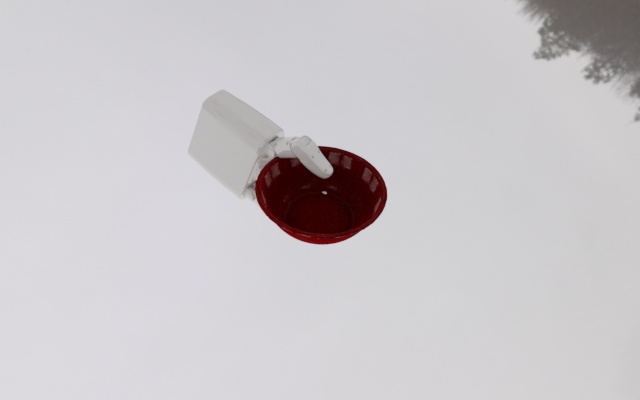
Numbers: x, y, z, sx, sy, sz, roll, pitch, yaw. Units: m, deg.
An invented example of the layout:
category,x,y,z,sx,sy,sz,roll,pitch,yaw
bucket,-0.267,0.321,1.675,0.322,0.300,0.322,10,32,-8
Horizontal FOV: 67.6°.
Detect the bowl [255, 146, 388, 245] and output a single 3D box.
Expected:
category,x,y,z,sx,sy,sz,roll,pitch,yaw
bowl,0.001,0.003,0.599,0.162,0.055,0.162,2,45,-2
